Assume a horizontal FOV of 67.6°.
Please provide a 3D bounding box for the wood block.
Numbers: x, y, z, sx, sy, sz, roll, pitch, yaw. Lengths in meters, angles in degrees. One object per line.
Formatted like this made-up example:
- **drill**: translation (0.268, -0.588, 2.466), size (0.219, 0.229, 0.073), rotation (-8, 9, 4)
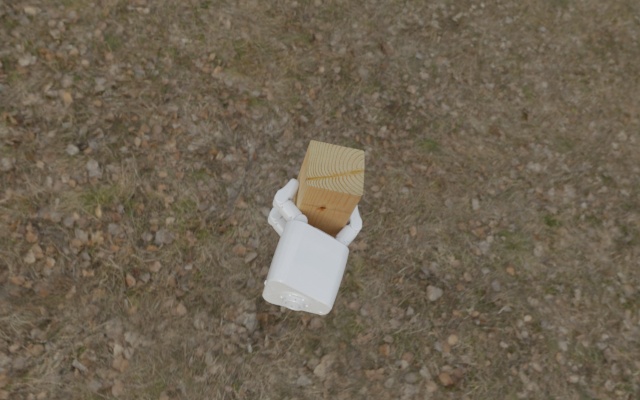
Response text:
- **wood block**: translation (0.000, 0.003, 0.811), size (0.091, 0.090, 0.206), rotation (11, -33, -9)
